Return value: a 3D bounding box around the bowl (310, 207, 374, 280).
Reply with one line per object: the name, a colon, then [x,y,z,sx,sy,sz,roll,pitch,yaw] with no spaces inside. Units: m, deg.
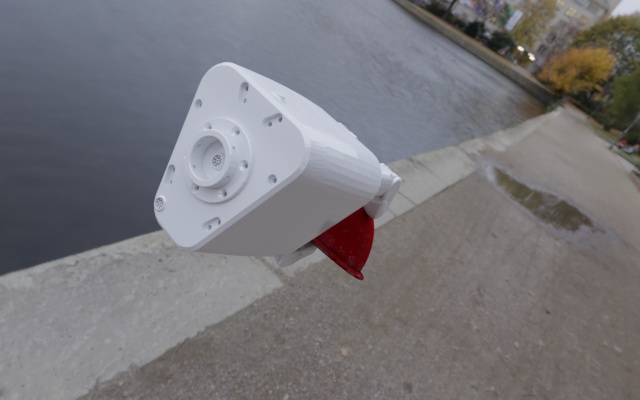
bowl: [0.001,0.001,0.463,0.162,0.055,0.162,44,1,-1]
